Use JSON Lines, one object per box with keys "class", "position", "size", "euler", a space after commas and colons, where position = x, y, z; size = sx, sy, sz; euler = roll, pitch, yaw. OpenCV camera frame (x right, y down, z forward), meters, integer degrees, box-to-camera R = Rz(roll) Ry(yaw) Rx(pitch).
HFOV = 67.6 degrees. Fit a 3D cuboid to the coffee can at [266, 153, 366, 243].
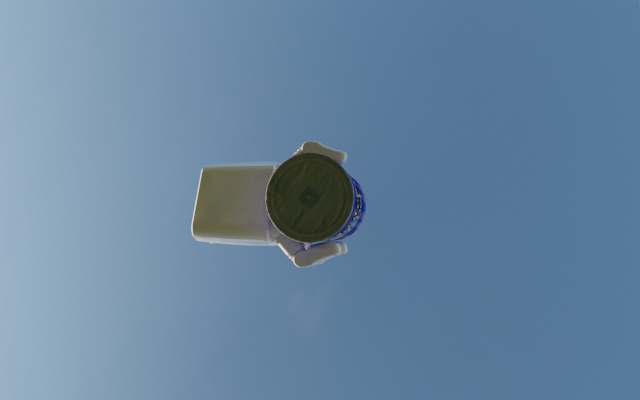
{"class": "coffee can", "position": [0.000, 0.002, 0.607], "size": [0.103, 0.103, 0.140], "euler": [0, -5, 11]}
